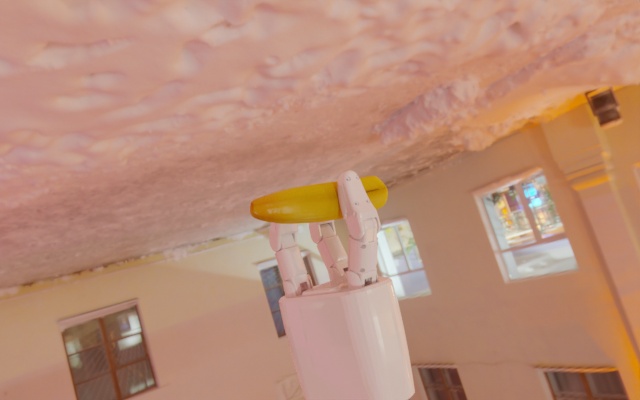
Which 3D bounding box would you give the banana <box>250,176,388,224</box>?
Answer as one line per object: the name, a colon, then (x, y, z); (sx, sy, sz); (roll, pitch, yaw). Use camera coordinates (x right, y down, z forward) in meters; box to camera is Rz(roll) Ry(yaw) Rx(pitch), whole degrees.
banana: (0.017, -0.001, 0.468); (0.069, 0.037, 0.198); (-8, 2, 32)
